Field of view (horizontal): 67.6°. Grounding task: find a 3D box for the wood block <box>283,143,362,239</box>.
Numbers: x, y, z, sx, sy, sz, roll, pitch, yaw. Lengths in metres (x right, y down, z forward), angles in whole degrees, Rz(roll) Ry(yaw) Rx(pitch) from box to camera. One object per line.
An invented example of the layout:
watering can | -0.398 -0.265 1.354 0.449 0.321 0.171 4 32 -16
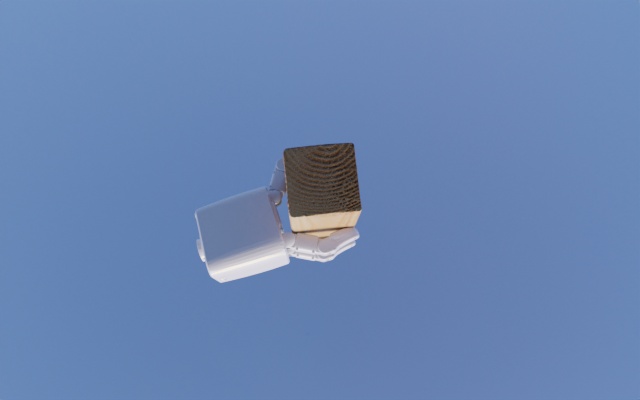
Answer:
wood block | 0.000 0.002 0.674 0.090 0.090 0.206 -6 -15 -3
